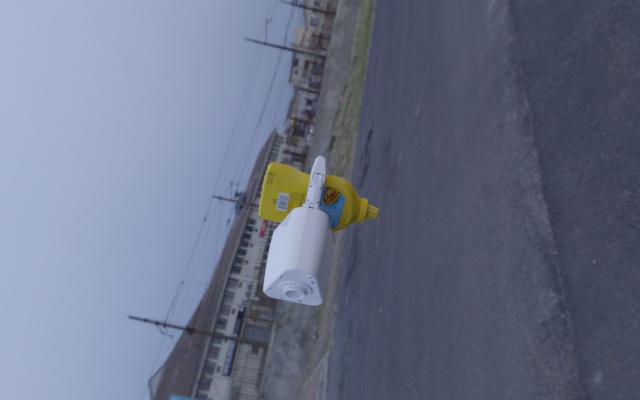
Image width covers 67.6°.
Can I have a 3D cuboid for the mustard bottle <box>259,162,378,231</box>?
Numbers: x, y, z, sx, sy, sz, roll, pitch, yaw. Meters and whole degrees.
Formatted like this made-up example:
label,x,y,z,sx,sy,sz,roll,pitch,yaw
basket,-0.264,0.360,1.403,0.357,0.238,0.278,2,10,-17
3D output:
label,x,y,z,sx,sy,sz,roll,pitch,yaw
mustard bottle,0.000,0.002,0.781,0.191,0.096,0.058,12,29,-3
